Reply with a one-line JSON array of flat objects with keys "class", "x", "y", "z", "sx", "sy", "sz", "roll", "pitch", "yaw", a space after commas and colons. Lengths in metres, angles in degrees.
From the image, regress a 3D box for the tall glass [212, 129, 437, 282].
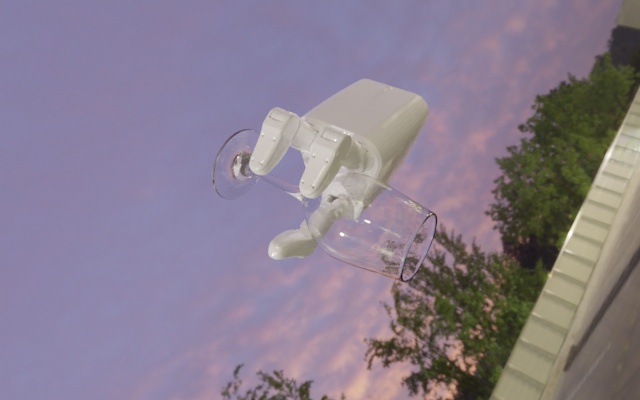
[{"class": "tall glass", "x": -0.001, "y": 0.001, "z": 0.430, "sx": 0.201, "sy": 0.079, "sz": 0.079, "roll": 25, "pitch": 12, "yaw": 27}]
